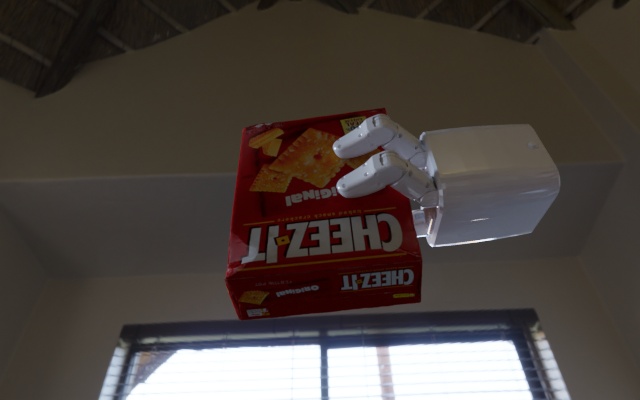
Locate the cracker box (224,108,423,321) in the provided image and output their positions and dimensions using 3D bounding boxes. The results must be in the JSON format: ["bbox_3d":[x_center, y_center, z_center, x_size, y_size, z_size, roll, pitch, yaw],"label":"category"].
[{"bbox_3d":[0.000,0.002,0.473,0.164,0.072,0.213,-7,44,3],"label":"cracker box"}]
